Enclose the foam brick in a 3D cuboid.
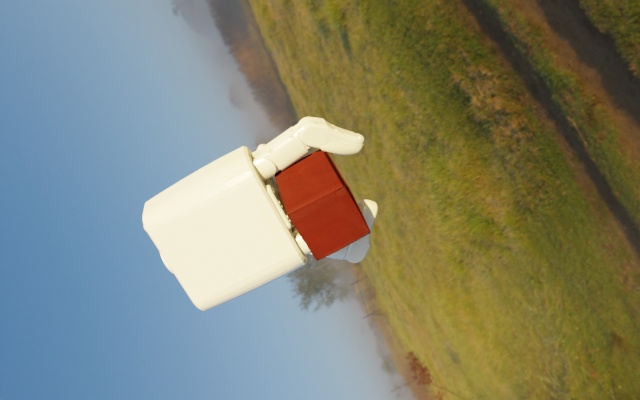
[{"bbox_3d":[0.000,0.001,0.400,0.051,0.053,0.078,-28,31,2],"label":"foam brick"}]
